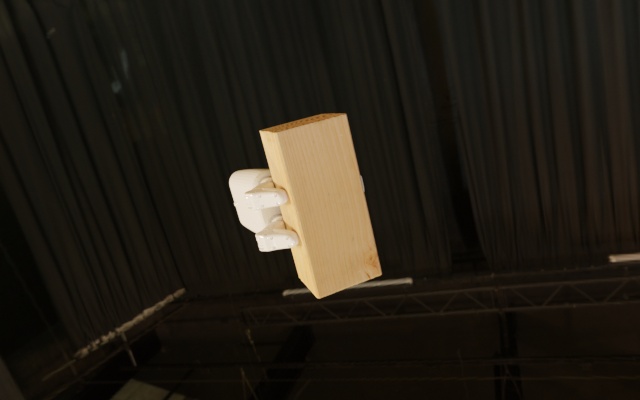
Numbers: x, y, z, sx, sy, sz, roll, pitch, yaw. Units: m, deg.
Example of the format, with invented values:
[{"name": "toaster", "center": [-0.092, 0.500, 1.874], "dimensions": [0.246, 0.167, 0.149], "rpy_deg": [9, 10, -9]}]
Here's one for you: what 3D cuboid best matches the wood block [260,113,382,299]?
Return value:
[{"name": "wood block", "center": [0.000, 0.002, 0.602], "dimensions": [0.091, 0.206, 0.090], "rpy_deg": [-18, 15, -16]}]
